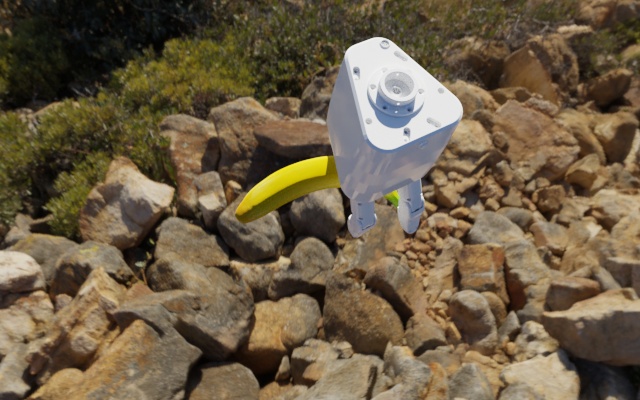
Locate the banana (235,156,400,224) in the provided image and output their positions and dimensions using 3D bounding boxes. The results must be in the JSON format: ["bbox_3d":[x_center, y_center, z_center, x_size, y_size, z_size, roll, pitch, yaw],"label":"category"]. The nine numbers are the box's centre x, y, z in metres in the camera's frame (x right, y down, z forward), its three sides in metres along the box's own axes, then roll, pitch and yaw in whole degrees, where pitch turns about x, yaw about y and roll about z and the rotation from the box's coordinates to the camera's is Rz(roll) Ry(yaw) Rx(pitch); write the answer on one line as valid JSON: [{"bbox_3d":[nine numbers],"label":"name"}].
[{"bbox_3d":[0.001,-0.016,0.539,0.198,0.069,0.037,-4,-17,-9],"label":"banana"}]
